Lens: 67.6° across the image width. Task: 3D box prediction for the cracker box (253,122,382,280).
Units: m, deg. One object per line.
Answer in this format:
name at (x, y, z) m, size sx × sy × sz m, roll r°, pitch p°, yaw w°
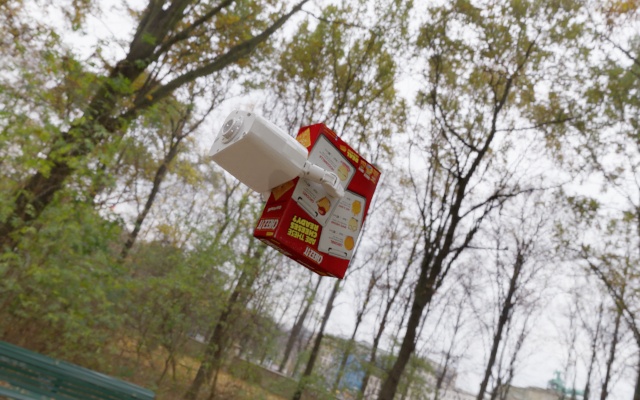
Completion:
cracker box at (0.000, 0.003, 0.815) m, size 0.164 × 0.213 × 0.072 m, roll 36°, pitch -24°, yaw -34°
